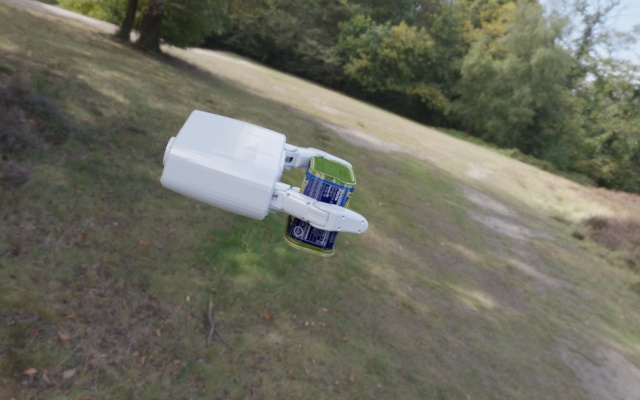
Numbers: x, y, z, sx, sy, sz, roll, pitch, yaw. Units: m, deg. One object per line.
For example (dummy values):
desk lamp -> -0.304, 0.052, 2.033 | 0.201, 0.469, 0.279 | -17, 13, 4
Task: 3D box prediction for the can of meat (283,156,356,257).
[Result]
can of meat -> 0.000, 0.001, 0.531 | 0.057, 0.084, 0.102 | 18, 15, -5
